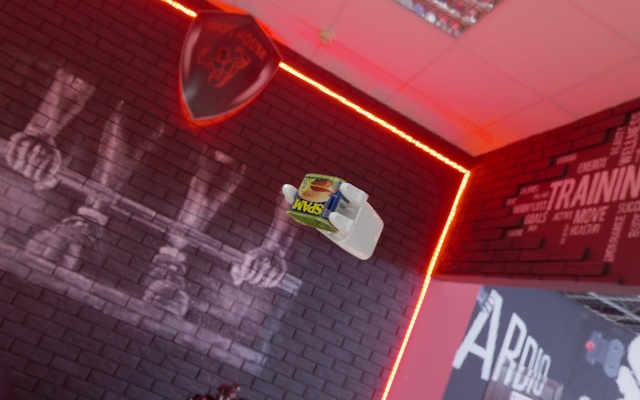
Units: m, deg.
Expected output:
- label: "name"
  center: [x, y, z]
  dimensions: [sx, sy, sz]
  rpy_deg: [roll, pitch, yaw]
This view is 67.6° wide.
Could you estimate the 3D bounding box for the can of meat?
- label: "can of meat"
  center: [0.000, 0.002, 0.853]
  dimensions: [0.102, 0.084, 0.057]
  rpy_deg: [12, -19, 42]
